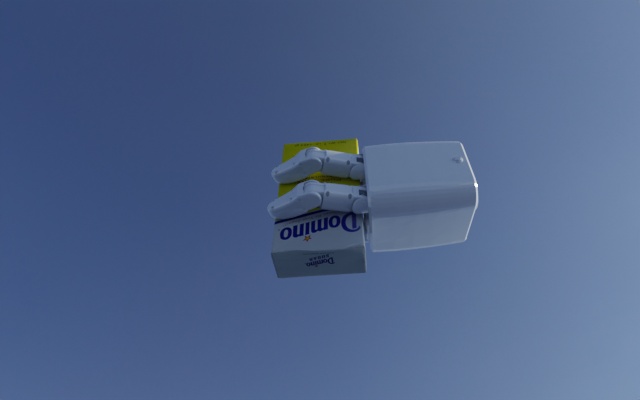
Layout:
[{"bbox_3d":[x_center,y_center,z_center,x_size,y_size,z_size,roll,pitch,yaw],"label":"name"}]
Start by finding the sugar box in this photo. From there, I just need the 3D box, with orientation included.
[{"bbox_3d":[0.000,0.001,0.527,0.093,0.048,0.176,-5,41,5],"label":"sugar box"}]
